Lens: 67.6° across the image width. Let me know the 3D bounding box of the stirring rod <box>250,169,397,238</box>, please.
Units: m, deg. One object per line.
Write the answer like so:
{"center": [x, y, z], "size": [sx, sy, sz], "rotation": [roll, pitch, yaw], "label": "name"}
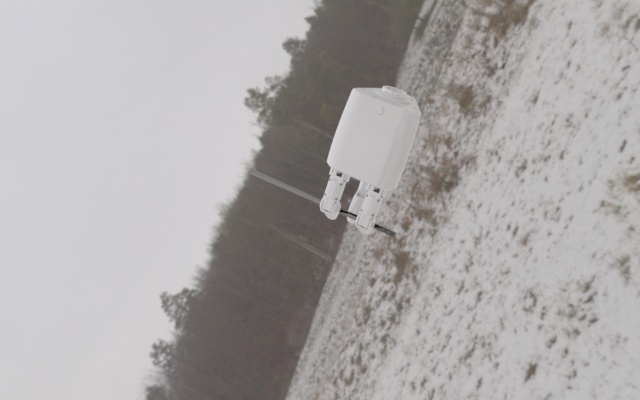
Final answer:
{"center": [0.000, 0.002, 0.708], "size": [0.239, 0.011, 0.011], "rotation": [24, 6, 14], "label": "stirring rod"}
